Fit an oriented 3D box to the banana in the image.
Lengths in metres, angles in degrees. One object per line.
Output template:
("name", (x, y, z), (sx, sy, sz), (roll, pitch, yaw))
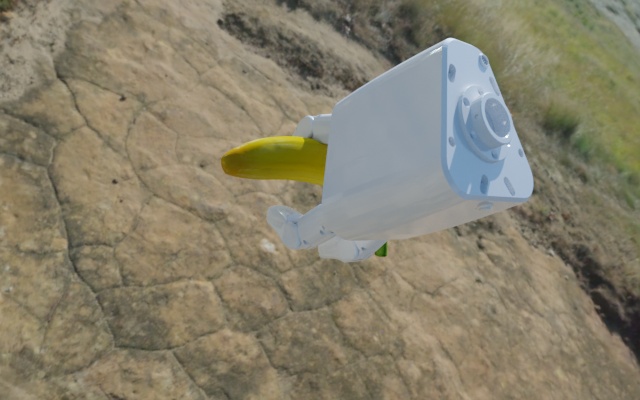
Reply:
("banana", (0.009, -0.014, 0.418), (0.198, 0.069, 0.037), (30, -17, -33))
